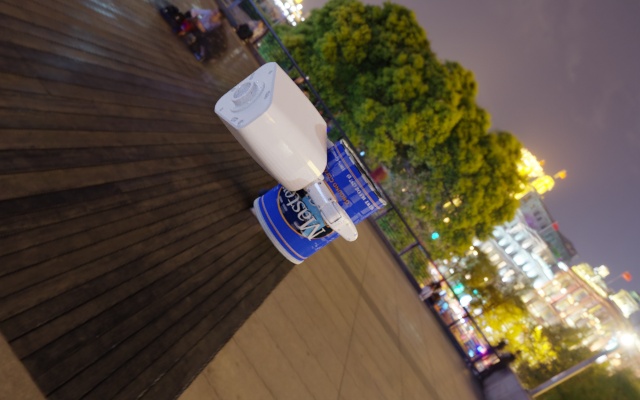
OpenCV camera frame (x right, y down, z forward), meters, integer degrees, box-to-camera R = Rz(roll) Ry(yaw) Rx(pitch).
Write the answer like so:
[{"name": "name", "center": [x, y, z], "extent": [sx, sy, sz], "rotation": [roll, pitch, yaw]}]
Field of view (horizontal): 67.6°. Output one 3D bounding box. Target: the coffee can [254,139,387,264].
[{"name": "coffee can", "center": [0.000, 0.002, 0.620], "extent": [0.140, 0.103, 0.103], "rotation": [-35, -6, 9]}]
